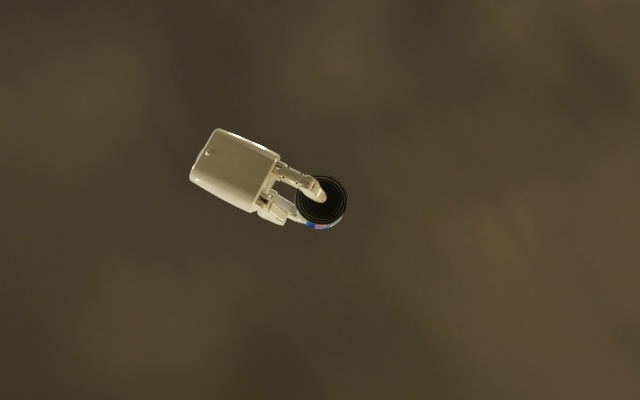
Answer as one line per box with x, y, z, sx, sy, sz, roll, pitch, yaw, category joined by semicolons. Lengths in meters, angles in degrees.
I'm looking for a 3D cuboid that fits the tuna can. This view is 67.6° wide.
0.000;0.003;0.777;0.086;0.086;0.034;0;-18;-6;tuna can
